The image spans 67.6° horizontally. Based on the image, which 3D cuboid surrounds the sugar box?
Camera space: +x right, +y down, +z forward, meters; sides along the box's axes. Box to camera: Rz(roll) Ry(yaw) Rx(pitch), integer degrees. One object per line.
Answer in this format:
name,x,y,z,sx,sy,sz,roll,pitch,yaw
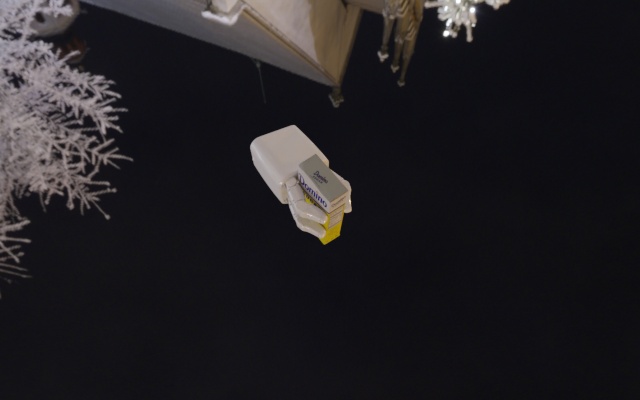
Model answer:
sugar box,0.000,0.003,0.866,0.048,0.093,0.176,-34,-23,-16
